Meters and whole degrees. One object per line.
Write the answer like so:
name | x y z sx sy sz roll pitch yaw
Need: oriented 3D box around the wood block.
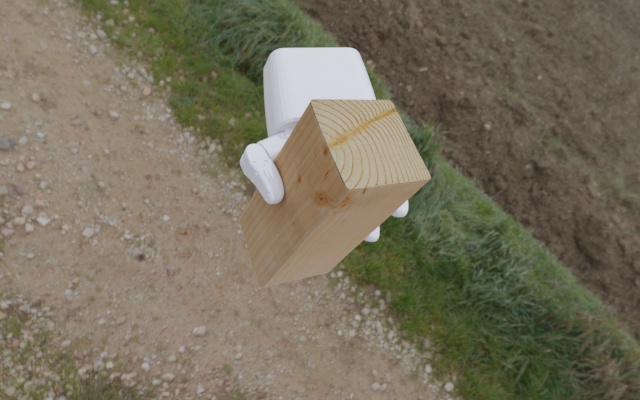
wood block | 0.000 0.001 0.475 0.091 0.090 0.206 -7 -27 -31
